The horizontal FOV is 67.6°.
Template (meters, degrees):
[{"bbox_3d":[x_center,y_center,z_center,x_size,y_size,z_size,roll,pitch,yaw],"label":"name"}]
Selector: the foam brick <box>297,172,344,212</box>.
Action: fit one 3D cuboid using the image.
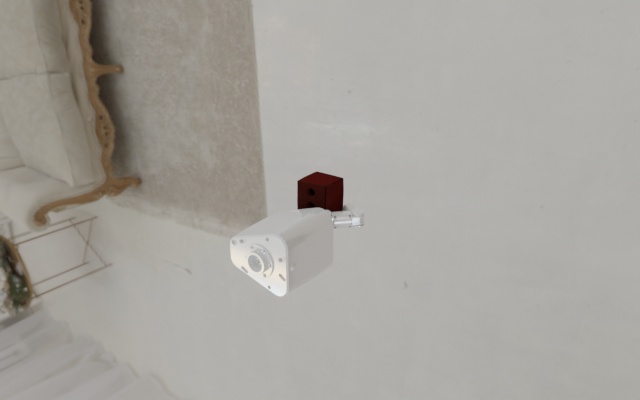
[{"bbox_3d":[0.000,0.002,0.731,0.053,0.078,0.051,14,24,33],"label":"foam brick"}]
